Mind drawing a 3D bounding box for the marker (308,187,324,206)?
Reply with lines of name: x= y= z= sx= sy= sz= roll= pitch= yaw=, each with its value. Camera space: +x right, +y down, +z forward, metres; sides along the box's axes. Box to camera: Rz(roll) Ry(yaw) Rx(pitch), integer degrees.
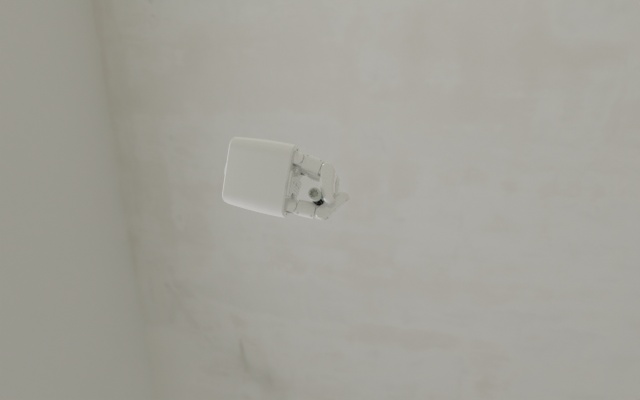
marker: x=0.000 y=0.003 z=0.759 sx=0.020 sy=0.020 sz=0.121 roll=0 pitch=-12 yaw=10
